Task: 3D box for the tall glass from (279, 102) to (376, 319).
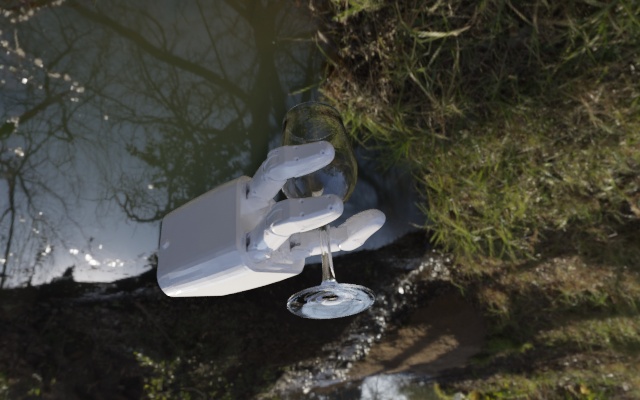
[{"bbox_3d":[0.000,0.002,0.447,0.079,0.201,0.079,-4,-32,-3],"label":"tall glass"}]
